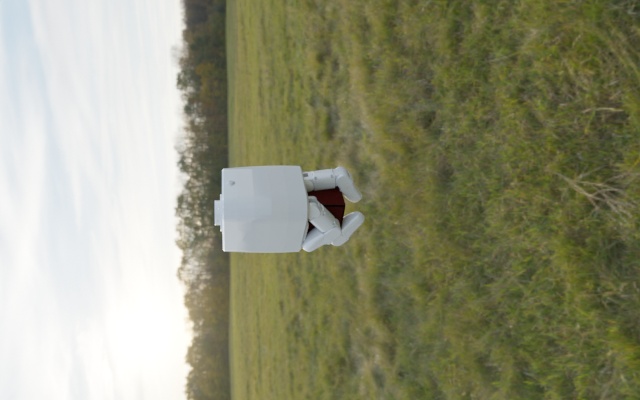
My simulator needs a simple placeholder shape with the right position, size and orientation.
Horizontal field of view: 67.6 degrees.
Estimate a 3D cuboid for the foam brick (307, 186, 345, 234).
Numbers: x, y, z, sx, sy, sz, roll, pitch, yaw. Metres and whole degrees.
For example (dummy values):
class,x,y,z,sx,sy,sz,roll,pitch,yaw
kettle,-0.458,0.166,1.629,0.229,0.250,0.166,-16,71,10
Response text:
class,x,y,z,sx,sy,sz,roll,pitch,yaw
foam brick,0.000,0.002,0.670,0.051,0.053,0.078,-1,39,-11
